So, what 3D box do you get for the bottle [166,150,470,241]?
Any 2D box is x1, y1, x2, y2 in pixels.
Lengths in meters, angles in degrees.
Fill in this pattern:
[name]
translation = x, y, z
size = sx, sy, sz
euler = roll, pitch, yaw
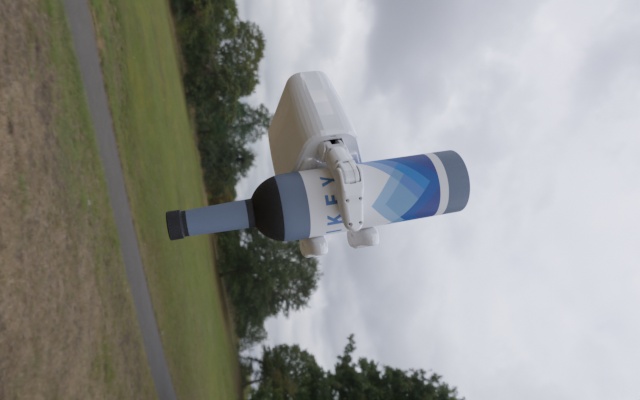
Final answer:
[bottle]
translation = 0.000, 0.002, 0.476
size = 0.296, 0.069, 0.069
euler = -9, 2, -12
